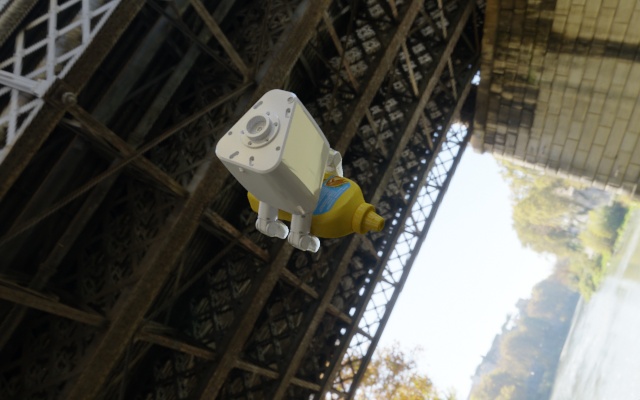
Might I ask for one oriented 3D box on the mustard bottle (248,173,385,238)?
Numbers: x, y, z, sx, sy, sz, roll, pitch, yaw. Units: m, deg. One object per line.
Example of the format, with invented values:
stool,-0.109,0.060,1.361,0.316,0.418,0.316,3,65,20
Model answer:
mustard bottle,0.000,0.002,0.656,0.191,0.058,0.096,20,49,29
